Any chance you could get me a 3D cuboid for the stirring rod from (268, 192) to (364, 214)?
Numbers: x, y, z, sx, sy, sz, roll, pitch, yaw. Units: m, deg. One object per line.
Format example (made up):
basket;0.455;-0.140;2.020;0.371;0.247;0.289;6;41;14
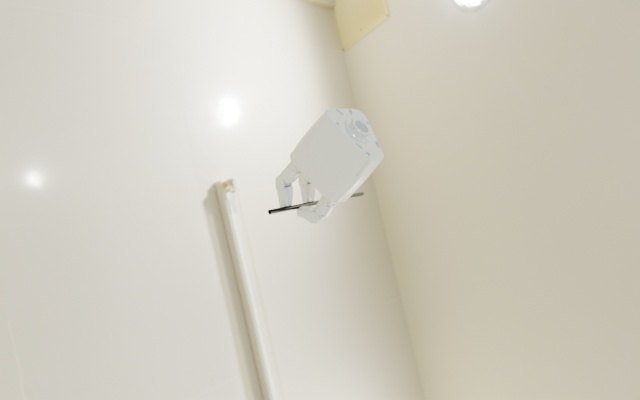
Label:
stirring rod;0.000;0.003;0.860;0.011;0.011;0.239;0;8;44
